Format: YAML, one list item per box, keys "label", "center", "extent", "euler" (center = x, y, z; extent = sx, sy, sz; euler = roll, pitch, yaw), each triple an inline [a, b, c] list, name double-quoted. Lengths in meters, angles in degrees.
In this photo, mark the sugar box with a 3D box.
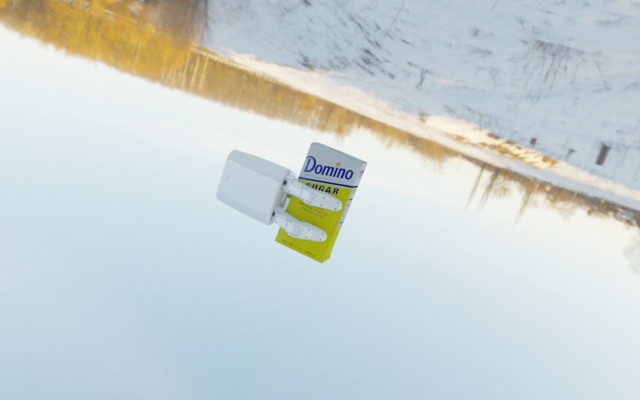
- label: "sugar box"
  center: [0.000, 0.003, 0.773]
  extent: [0.093, 0.176, 0.048]
  euler: [23, 13, 14]
